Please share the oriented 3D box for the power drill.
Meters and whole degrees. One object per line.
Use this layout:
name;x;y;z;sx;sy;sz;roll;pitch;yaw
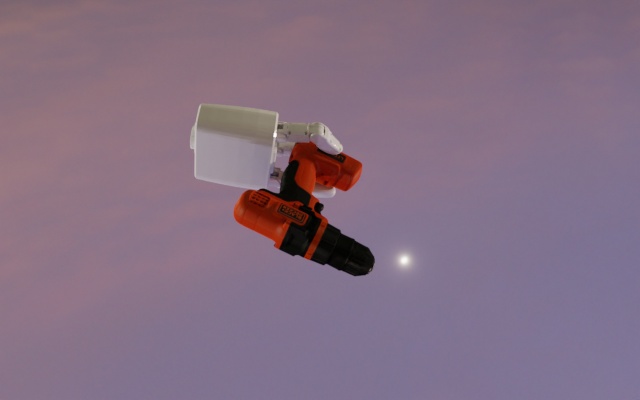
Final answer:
power drill;0.000;0.002;0.634;0.184;0.057;0.187;27;39;-2
